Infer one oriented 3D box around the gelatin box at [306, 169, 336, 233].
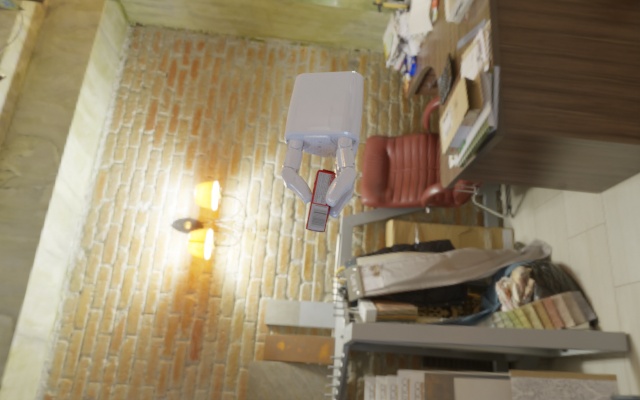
[{"bbox_3d":[0.000,0.003,0.708,0.030,0.089,0.073,11,-4,-2],"label":"gelatin box"}]
